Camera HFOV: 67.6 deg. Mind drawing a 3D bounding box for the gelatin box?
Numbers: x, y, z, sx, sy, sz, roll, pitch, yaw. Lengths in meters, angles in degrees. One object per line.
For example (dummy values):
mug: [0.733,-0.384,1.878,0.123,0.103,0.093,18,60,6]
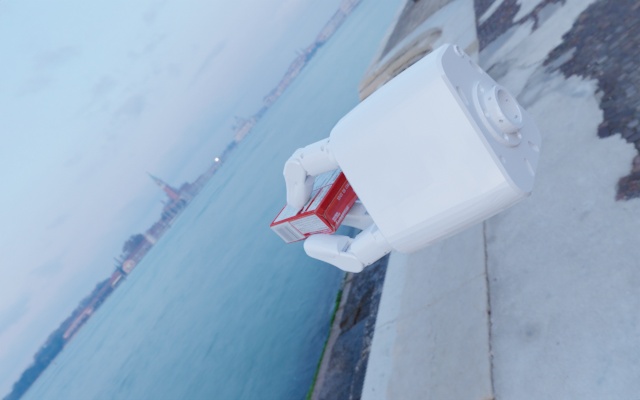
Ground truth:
gelatin box: [0.000,0.001,0.457,0.030,0.073,0.089,46,-32,-17]
